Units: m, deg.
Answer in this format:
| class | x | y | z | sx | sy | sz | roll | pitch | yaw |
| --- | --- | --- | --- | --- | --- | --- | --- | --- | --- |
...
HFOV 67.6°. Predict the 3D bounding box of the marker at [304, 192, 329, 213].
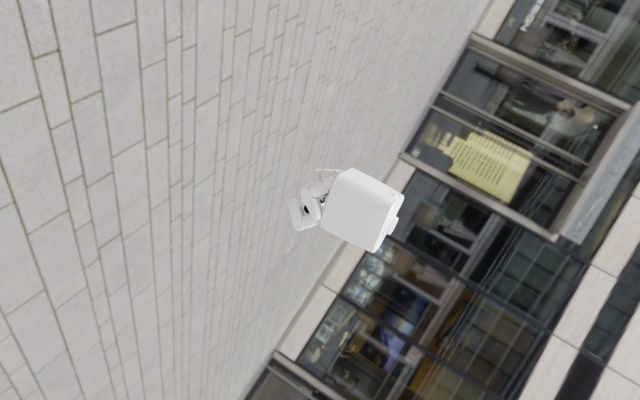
| class | x | y | z | sx | sy | sz | roll | pitch | yaw |
| --- | --- | --- | --- | --- | --- | --- | --- | --- | --- |
| marker | 0.000 | 0.003 | 0.892 | 0.020 | 0.020 | 0.121 | 0 | 12 | 23 |
